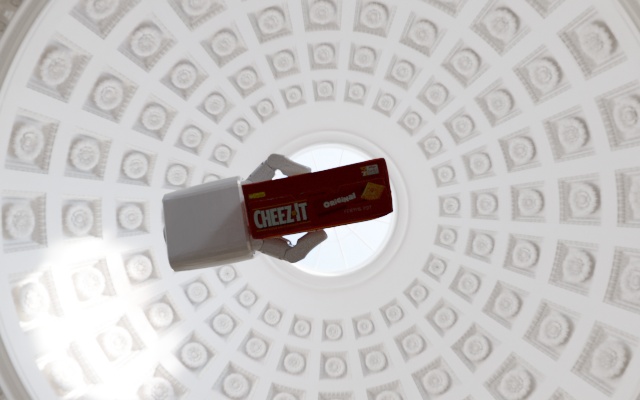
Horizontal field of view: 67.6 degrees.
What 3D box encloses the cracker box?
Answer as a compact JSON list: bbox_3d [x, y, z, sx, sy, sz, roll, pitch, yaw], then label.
[{"bbox_3d":[0.000,0.002,0.629,0.164,0.072,0.213,-11,-1,1],"label":"cracker box"}]
